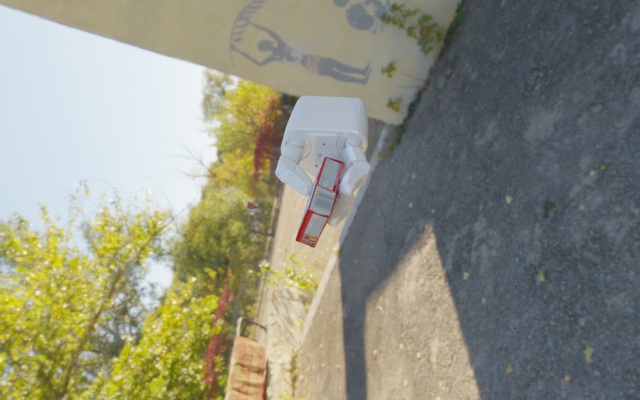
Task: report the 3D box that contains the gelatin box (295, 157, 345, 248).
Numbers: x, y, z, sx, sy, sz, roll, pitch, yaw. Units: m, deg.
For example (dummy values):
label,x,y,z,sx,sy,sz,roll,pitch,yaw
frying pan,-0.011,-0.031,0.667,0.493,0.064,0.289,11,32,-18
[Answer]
label,x,y,z,sx,sy,sz,roll,pitch,yaw
gelatin box,0.000,0.002,0.589,0.030,0.089,0.073,20,-38,-4
